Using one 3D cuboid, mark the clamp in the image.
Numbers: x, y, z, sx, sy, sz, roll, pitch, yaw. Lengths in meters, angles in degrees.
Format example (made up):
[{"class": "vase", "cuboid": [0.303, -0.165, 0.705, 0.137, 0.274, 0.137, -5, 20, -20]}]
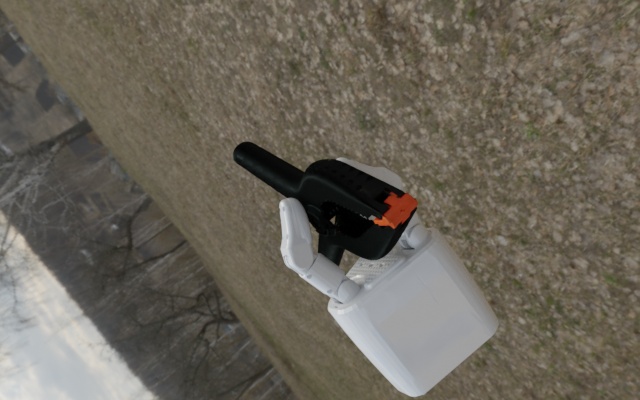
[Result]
[{"class": "clamp", "cuboid": [0.000, 0.002, 0.409, 0.036, 0.164, 0.210, -44, 11, -21]}]
